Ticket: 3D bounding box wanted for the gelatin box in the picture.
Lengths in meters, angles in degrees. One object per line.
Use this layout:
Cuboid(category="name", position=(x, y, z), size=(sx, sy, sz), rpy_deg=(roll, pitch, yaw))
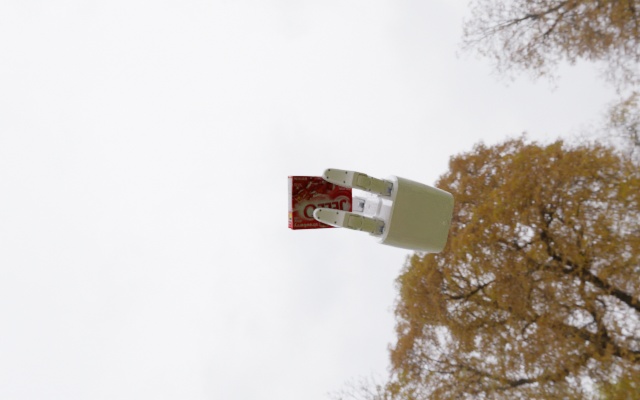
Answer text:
Cuboid(category="gelatin box", position=(0.000, 0.002, 0.654), size=(0.089, 0.073, 0.030), rpy_deg=(-1, 3, -18))
